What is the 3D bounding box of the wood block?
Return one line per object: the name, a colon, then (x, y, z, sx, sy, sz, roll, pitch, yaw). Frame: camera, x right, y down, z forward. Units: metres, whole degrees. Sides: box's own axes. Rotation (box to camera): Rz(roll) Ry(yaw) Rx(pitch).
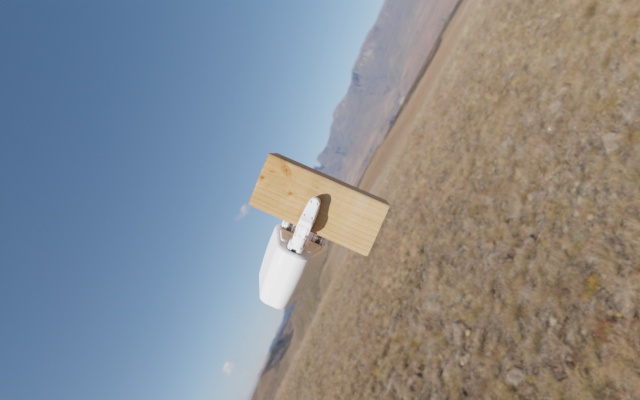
wood block: (0.000, 0.003, 0.784, 0.206, 0.090, 0.091, 23, 8, 1)
